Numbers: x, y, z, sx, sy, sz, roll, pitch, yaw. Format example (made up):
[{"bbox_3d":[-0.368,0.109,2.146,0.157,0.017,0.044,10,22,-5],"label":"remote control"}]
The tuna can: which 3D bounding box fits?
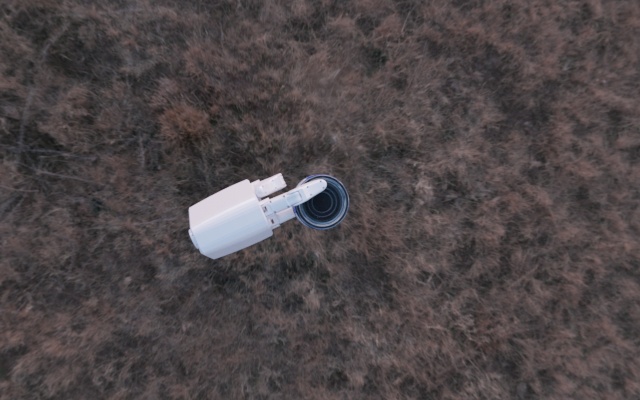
[{"bbox_3d":[0.000,0.002,0.732,0.086,0.086,0.034,0,0,-11],"label":"tuna can"}]
